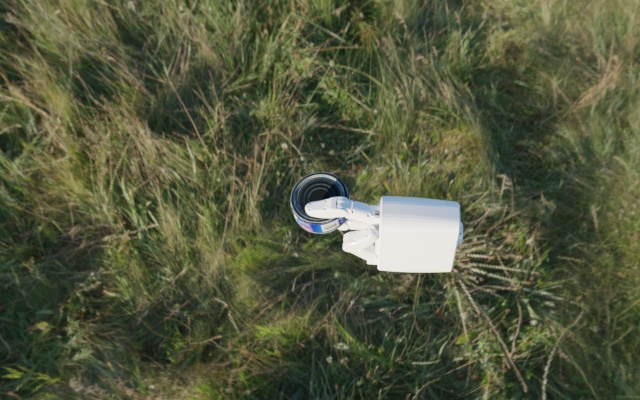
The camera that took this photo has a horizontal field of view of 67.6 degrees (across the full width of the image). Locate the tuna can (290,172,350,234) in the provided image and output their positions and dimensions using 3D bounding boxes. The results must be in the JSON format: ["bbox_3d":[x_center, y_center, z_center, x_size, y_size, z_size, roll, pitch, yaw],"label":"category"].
[{"bbox_3d":[0.000,0.002,0.686,0.086,0.086,0.034,0,-28,9],"label":"tuna can"}]
